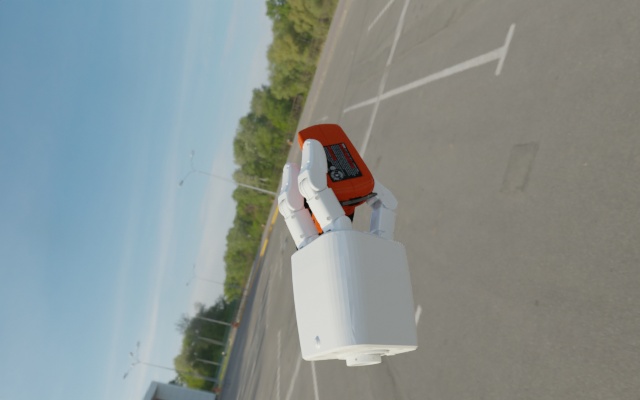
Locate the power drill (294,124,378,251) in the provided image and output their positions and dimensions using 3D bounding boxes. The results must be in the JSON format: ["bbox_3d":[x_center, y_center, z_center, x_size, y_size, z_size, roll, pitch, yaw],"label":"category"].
[{"bbox_3d":[0.000,0.002,0.574,0.057,0.184,0.188,-16,-36,-19],"label":"power drill"}]
